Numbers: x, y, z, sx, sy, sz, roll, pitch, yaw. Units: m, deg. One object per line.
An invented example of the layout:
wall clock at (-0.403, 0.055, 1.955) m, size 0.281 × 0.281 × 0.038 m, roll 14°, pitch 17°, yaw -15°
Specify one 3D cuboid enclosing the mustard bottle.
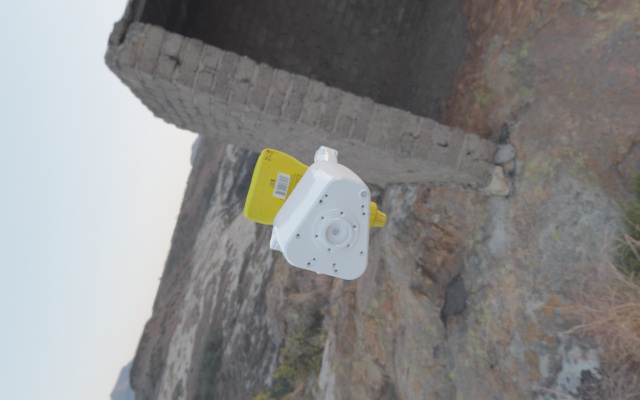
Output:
mustard bottle at (0.000, 0.002, 0.647) m, size 0.191 × 0.096 × 0.058 m, roll 16°, pitch -15°, yaw -12°
